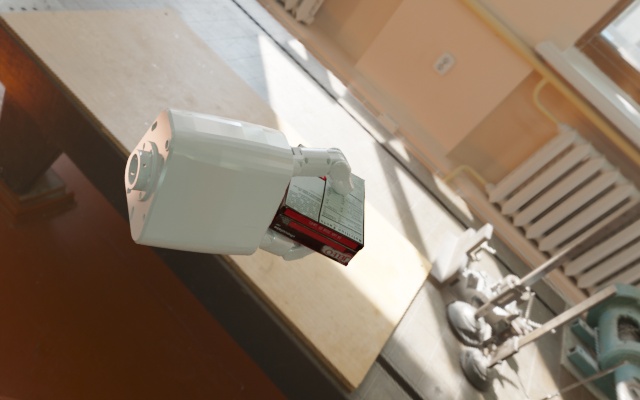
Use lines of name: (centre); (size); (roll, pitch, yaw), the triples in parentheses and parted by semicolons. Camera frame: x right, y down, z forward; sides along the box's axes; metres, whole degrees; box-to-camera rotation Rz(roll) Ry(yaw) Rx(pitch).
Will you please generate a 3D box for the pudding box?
pudding box: (0.000, 0.001, 0.483); (0.090, 0.113, 0.039); (29, -53, -15)
